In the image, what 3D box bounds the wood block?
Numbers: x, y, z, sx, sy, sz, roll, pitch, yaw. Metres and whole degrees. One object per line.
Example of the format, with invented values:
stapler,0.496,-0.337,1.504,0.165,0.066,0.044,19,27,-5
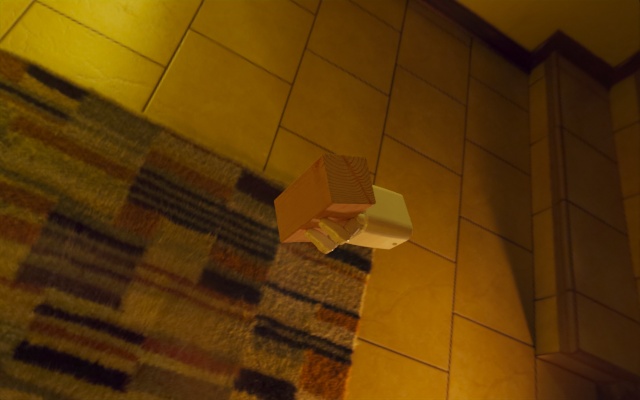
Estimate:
wood block,0.000,0.003,0.872,0.090,0.090,0.206,2,-23,-30
